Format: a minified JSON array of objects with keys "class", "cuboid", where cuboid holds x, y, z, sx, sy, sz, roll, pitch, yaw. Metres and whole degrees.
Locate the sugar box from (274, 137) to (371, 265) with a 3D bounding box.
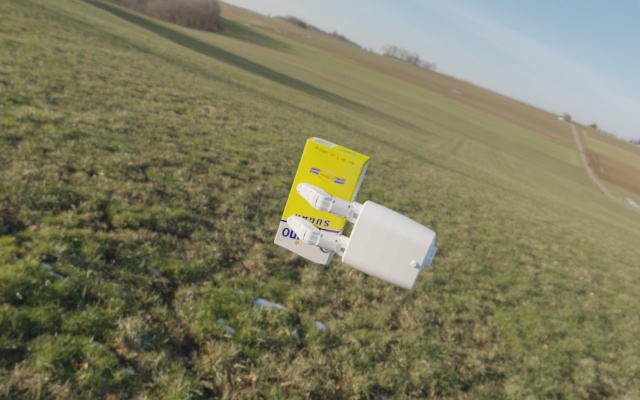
[{"class":"sugar box","cuboid":[0.000,0.002,0.719,0.093,0.176,0.048,23,18,11]}]
